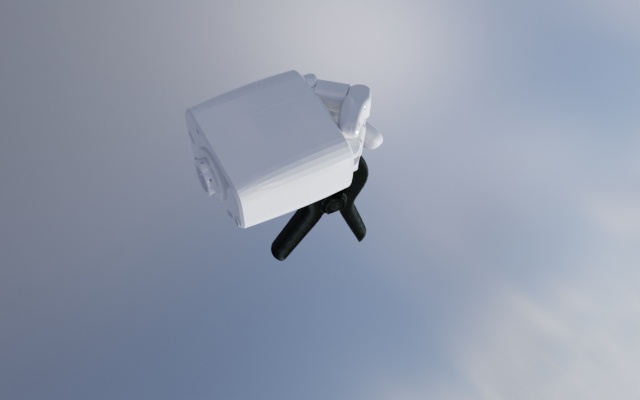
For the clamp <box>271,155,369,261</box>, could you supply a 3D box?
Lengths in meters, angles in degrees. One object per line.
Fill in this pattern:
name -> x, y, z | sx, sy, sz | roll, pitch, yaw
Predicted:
clamp -> 0.000, 0.002, 0.518 | 0.120, 0.172, 0.039 | -22, 48, -21
